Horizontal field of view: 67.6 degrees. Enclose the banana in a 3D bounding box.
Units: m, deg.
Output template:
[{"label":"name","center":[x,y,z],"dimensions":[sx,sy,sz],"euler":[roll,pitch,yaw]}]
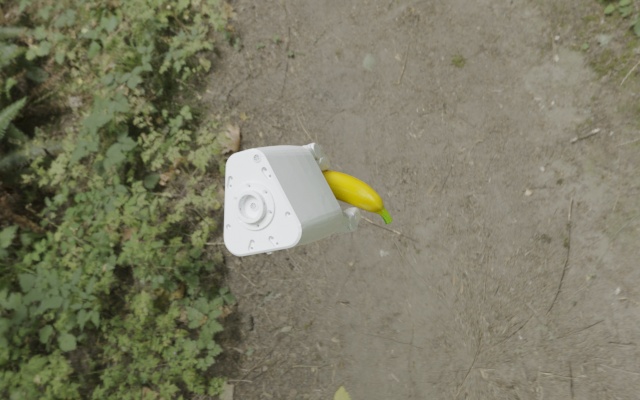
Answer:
[{"label":"banana","center":[0.003,-0.013,0.665],"dimensions":[0.198,0.070,0.037],"euler":[14,36,22]}]
